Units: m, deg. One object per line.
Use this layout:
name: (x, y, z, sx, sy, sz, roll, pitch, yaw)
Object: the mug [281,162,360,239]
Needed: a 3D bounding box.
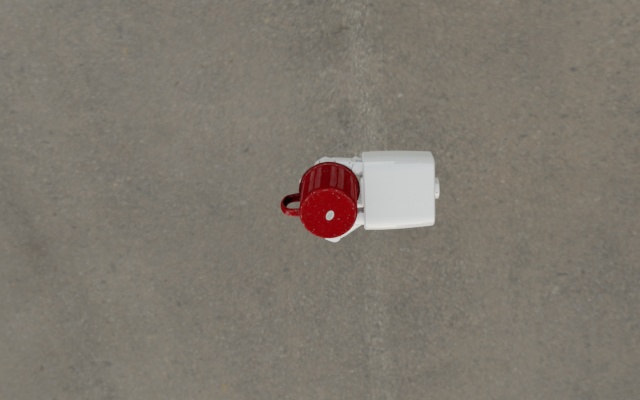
mug: (-0.001, 0.002, 0.689, 0.117, 0.093, 0.081, -3, 26, 4)
